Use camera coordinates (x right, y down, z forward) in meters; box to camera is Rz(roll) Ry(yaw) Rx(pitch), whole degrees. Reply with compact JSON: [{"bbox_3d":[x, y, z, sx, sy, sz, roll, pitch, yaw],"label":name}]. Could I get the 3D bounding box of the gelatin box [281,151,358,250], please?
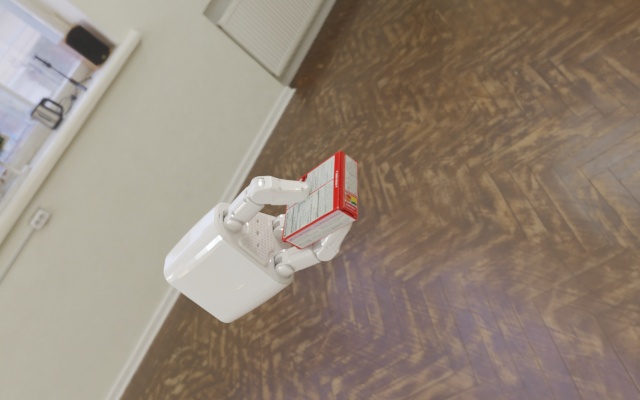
[{"bbox_3d":[0.000,0.001,0.496,0.030,0.073,0.089,29,-43,-30],"label":"gelatin box"}]
